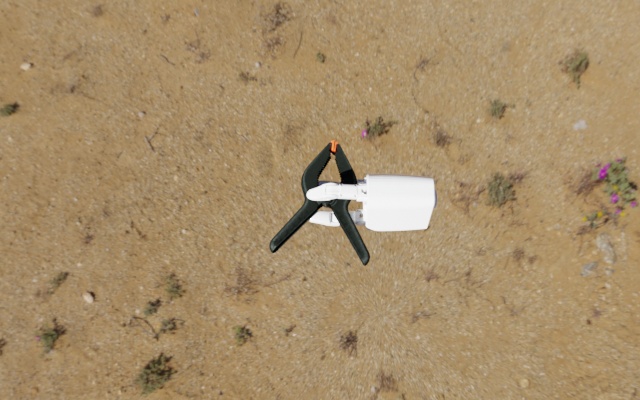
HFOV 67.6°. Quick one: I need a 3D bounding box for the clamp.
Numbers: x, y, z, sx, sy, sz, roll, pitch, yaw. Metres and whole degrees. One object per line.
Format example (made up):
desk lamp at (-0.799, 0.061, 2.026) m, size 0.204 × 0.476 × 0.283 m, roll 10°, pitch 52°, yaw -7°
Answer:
clamp at (0.000, 0.002, 0.797) m, size 0.164 × 0.210 × 0.036 m, roll 1°, pitch -13°, yaw 1°
